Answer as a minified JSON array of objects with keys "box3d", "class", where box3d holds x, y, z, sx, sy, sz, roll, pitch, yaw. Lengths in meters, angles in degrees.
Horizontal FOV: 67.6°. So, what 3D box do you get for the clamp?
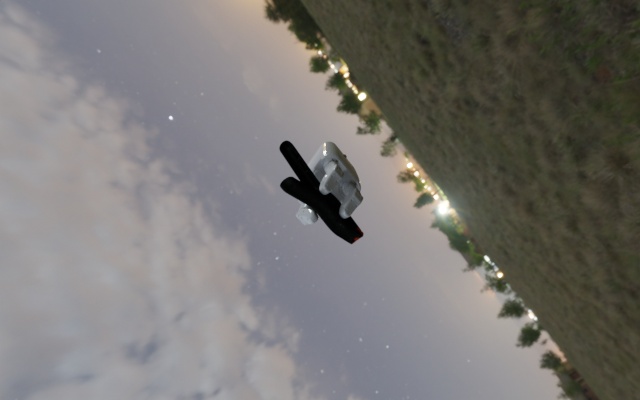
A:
[{"box3d":[0.000,0.003,0.795,0.036,0.210,0.164,-36,18,15],"class":"clamp"}]
